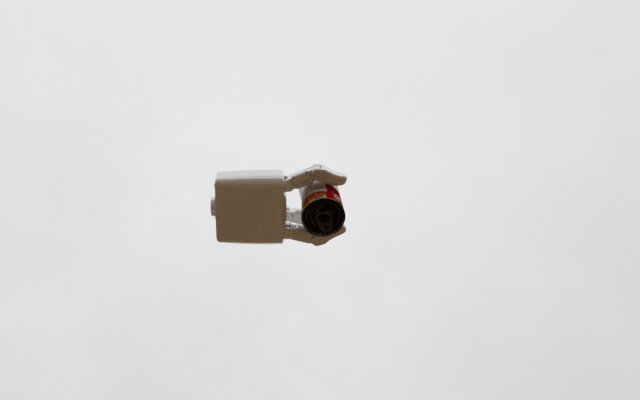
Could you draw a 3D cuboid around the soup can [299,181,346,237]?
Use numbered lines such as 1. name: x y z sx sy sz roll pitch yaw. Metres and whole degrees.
1. soup can: 0.001 0.002 0.765 0.068 0.068 0.102 0 28 -6
